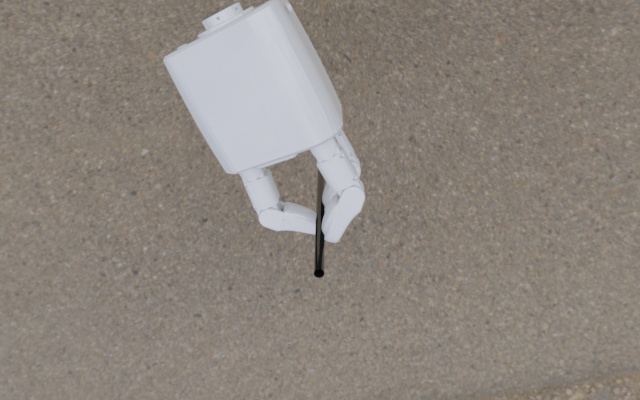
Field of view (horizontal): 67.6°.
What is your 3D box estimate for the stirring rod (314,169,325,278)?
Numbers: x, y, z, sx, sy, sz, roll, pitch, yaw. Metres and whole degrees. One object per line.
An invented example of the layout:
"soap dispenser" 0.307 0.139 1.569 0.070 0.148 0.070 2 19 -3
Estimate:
"stirring rod" 0.000 0.001 0.467 0.011 0.011 0.239 0 26 1
